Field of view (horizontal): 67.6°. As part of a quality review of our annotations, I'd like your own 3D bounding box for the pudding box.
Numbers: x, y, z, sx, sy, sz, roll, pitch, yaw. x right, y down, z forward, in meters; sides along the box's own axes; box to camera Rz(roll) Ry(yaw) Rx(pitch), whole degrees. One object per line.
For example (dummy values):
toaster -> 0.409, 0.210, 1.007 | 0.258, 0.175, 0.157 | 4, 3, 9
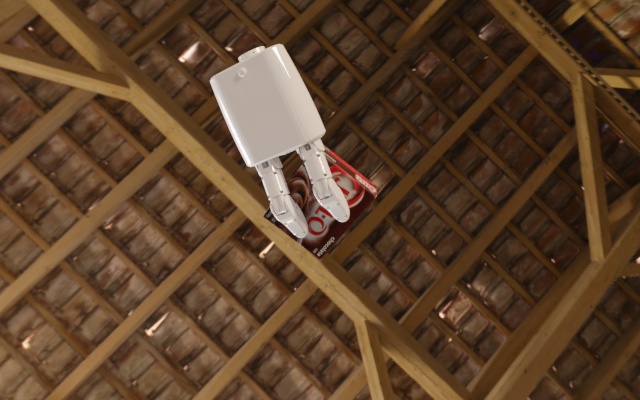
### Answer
pudding box -> 0.000, 0.002, 0.573 | 0.090, 0.113, 0.039 | 38, 25, -4
